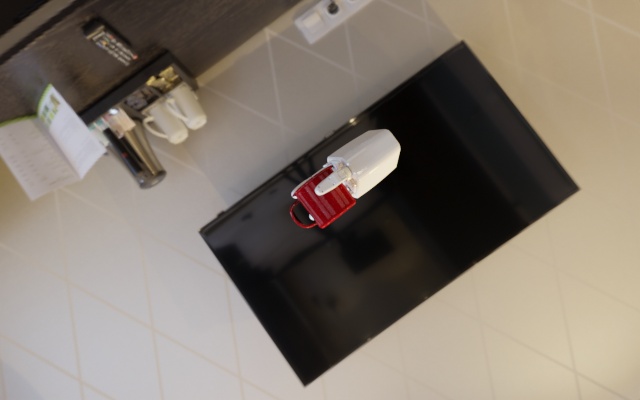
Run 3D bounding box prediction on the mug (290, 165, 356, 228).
[{"bbox_3d":[-0.001,0.004,0.863,0.117,0.081,0.093,-37,-4,-9],"label":"mug"}]
